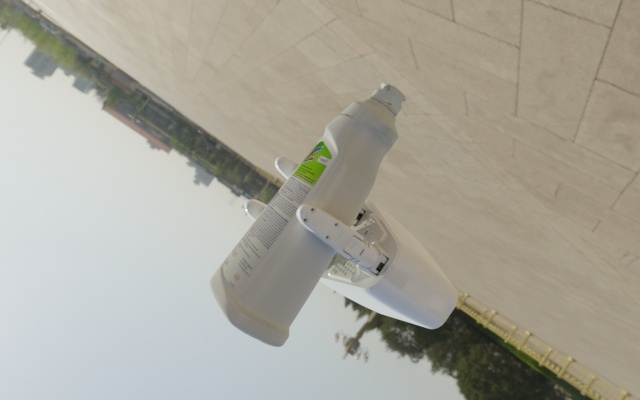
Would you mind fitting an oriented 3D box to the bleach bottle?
[{"bbox_3d":[0.000,0.001,0.440,0.068,0.251,0.102,37,-2,-30],"label":"bleach bottle"}]
